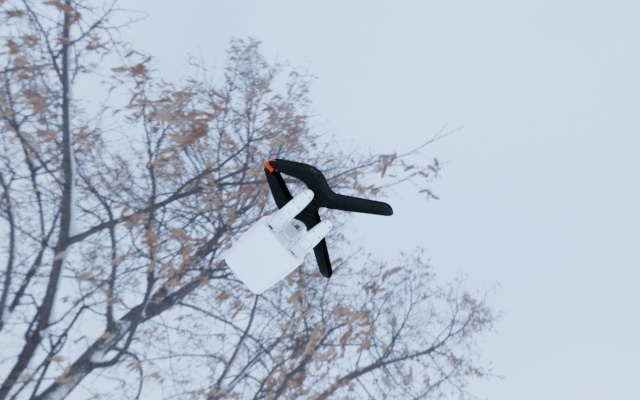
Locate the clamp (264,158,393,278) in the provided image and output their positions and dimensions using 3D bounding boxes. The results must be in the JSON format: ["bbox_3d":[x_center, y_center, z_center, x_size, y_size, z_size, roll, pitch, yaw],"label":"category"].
[{"bbox_3d":[0.000,0.002,0.760,0.164,0.210,0.036,-41,1,21],"label":"clamp"}]
